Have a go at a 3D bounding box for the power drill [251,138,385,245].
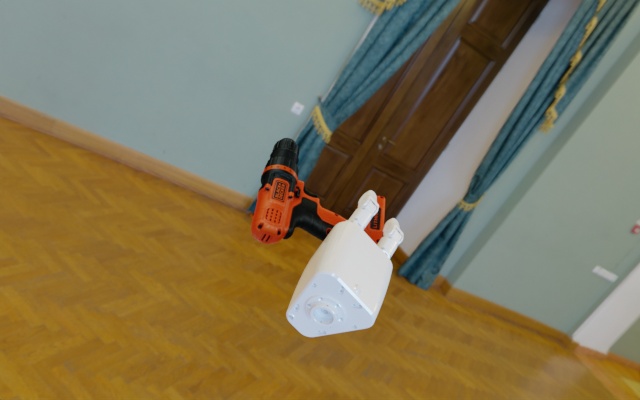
[{"bbox_3d":[0.001,0.003,0.700,0.187,0.184,0.057,19,-38,-12],"label":"power drill"}]
